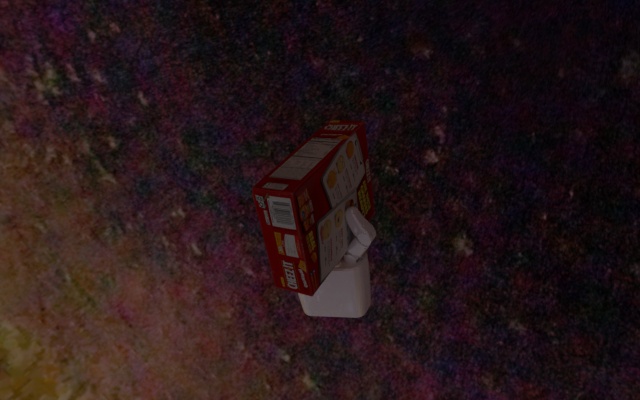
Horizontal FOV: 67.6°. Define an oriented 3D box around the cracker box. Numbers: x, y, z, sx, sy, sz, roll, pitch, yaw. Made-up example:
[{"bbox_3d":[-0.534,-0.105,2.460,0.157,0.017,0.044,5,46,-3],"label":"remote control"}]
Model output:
[{"bbox_3d":[0.000,0.002,0.681,0.072,0.164,0.213,9,35,28],"label":"cracker box"}]
